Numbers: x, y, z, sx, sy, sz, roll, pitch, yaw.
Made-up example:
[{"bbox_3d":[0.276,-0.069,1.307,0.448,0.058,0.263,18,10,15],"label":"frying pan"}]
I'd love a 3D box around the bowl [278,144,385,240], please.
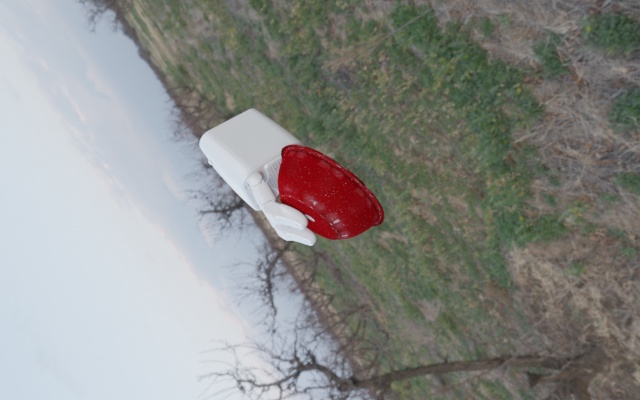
[{"bbox_3d":[0.001,0.003,0.612,0.162,0.055,0.162,32,-18,12],"label":"bowl"}]
